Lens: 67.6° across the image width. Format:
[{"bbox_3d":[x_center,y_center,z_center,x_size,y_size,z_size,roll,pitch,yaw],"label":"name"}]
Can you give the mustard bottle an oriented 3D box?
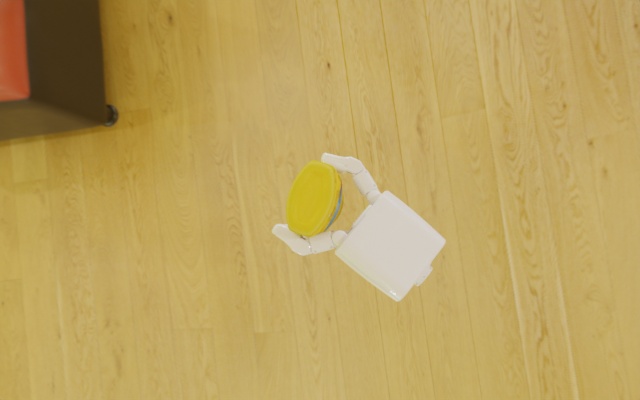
[{"bbox_3d":[0.000,0.002,0.684,0.058,0.096,0.191,16,-1,8],"label":"mustard bottle"}]
